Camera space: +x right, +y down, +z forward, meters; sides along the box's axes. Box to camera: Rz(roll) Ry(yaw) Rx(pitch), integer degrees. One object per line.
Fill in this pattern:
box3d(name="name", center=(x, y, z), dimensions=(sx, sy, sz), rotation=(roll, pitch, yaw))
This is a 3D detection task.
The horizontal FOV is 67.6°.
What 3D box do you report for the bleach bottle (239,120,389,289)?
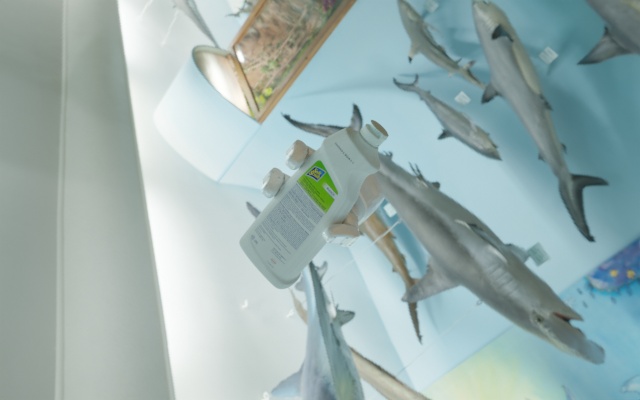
box3d(name="bleach bottle", center=(0.000, 0.002, 0.626), dimensions=(0.251, 0.102, 0.068), rotation=(-47, -9, 25))
